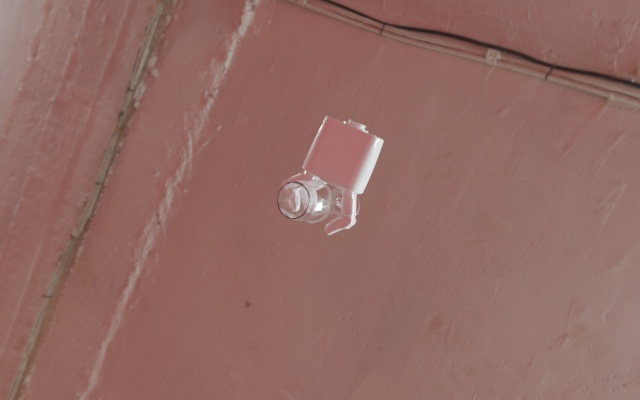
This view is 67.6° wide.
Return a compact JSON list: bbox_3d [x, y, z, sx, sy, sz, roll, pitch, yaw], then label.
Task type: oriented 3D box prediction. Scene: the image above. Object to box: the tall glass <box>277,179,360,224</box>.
[{"bbox_3d":[0.000,0.003,0.868,0.079,0.079,0.201,0,-2,27],"label":"tall glass"}]
